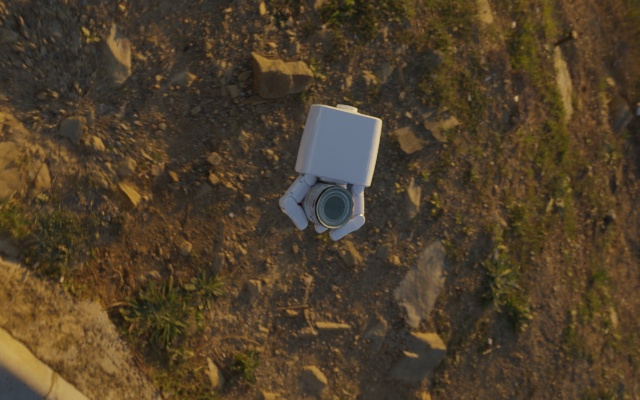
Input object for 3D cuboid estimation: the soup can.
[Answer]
[{"bbox_3d":[0.000,0.003,0.749,0.068,0.068,0.102,0,9,-27],"label":"soup can"}]
